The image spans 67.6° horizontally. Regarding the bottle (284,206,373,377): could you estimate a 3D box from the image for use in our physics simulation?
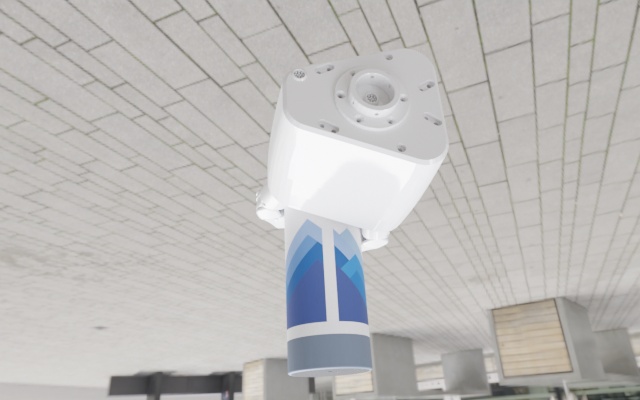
[{"bbox_3d":[0.000,0.002,0.435,0.069,0.295,0.069,-3,-25,-1],"label":"bottle"}]
